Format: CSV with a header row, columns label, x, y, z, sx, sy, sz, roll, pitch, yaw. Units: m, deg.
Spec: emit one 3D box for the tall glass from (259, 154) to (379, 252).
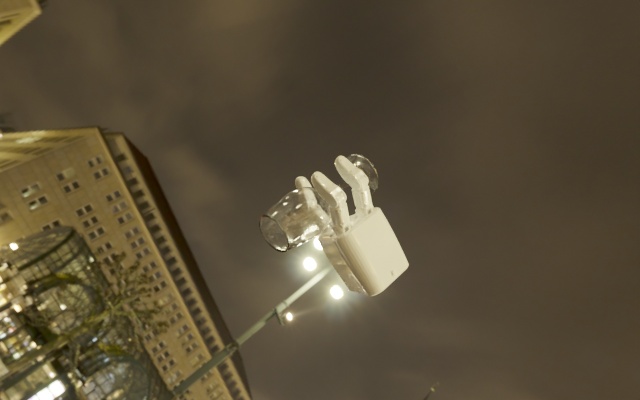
label,x,y,z,sx,sy,sz,roll,pitch,yaw
tall glass,0.000,0.002,0.739,0.201,0.079,0.079,-34,21,-35
